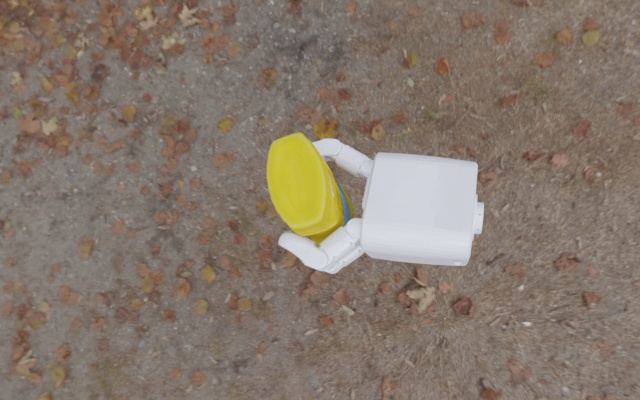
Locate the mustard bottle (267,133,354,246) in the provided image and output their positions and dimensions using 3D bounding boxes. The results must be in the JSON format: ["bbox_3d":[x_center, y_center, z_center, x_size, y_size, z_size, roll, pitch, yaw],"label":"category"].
[{"bbox_3d":[0.000,0.002,0.532,0.058,0.096,0.192,-19,-17,10],"label":"mustard bottle"}]
